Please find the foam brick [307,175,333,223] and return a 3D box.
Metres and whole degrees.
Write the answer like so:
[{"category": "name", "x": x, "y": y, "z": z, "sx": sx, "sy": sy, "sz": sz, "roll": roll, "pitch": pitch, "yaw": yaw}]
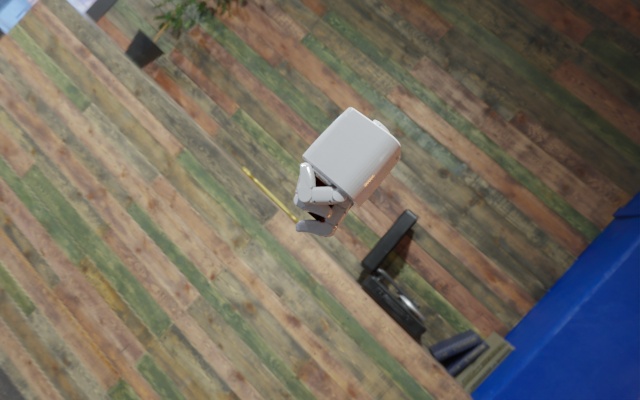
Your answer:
[{"category": "foam brick", "x": 0.000, "y": 0.003, "z": 0.763, "sx": 0.053, "sy": 0.051, "sz": 0.078, "roll": 41, "pitch": -1, "yaw": 14}]
